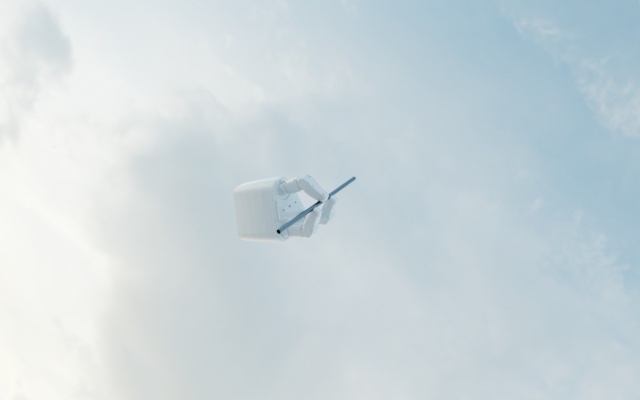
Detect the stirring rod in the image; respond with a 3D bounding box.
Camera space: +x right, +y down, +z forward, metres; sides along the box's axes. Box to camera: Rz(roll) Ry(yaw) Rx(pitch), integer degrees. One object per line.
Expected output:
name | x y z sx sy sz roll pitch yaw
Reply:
stirring rod | 0.000 0.003 0.819 0.011 0.011 0.239 0 22 35
